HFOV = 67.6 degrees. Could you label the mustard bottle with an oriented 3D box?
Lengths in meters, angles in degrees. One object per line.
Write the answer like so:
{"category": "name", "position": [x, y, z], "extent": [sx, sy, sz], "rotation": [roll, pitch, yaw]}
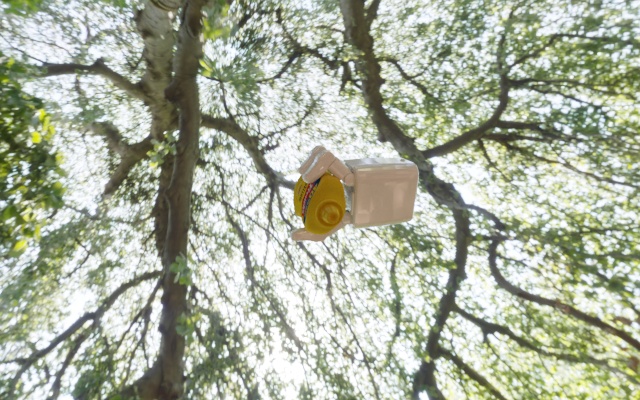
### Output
{"category": "mustard bottle", "position": [0.000, 0.002, 0.763], "extent": [0.058, 0.096, 0.191], "rotation": [20, 9, -16]}
